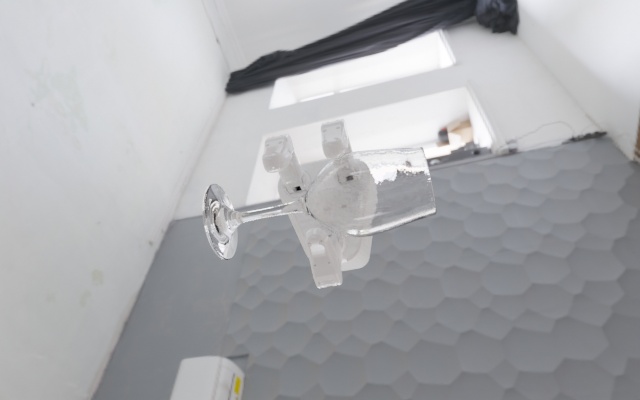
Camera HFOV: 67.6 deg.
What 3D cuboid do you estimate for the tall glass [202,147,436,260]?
[{"bbox_3d":[-0.001,0.002,0.440,0.201,0.079,0.079,-11,-2,11],"label":"tall glass"}]
